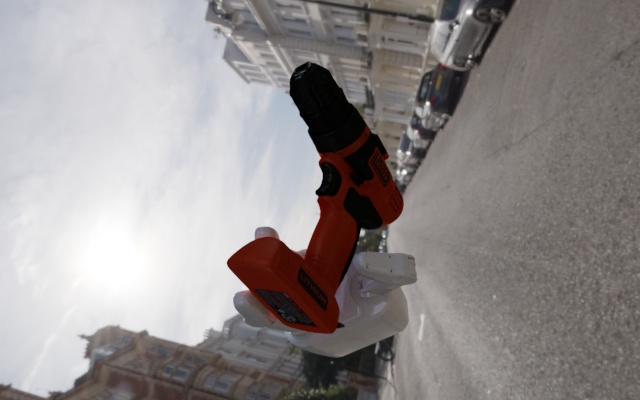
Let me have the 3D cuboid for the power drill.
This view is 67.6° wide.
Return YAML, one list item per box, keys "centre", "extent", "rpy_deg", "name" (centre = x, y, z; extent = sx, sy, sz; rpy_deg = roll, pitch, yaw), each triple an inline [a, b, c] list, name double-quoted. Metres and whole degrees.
- centre: [0.000, 0.002, 0.410]
  extent: [0.057, 0.187, 0.184]
  rpy_deg: [-3, -45, 41]
  name: "power drill"
